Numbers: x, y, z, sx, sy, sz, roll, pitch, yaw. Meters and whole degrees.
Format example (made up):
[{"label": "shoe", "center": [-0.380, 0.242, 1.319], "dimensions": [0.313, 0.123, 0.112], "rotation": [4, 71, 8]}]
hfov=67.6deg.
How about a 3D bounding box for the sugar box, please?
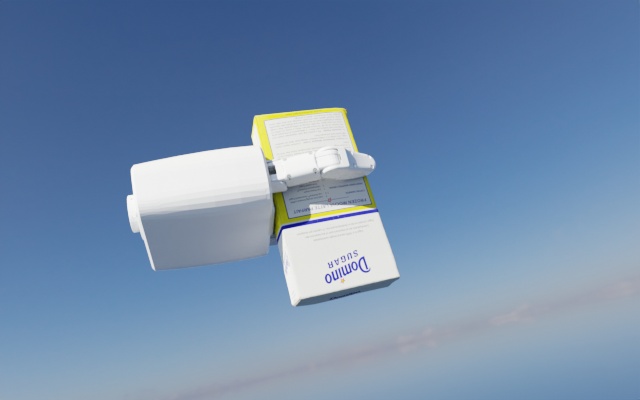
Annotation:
[{"label": "sugar box", "center": [0.000, 0.002, 0.440], "dimensions": [0.093, 0.176, 0.048], "rotation": [-9, -19, -16]}]
